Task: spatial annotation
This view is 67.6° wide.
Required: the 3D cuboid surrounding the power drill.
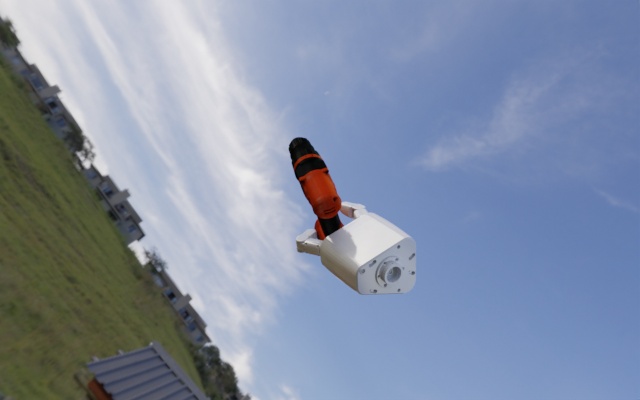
[{"bbox_3d":[0.000,0.003,0.814,0.057,0.188,0.184,-21,45,-1],"label":"power drill"}]
